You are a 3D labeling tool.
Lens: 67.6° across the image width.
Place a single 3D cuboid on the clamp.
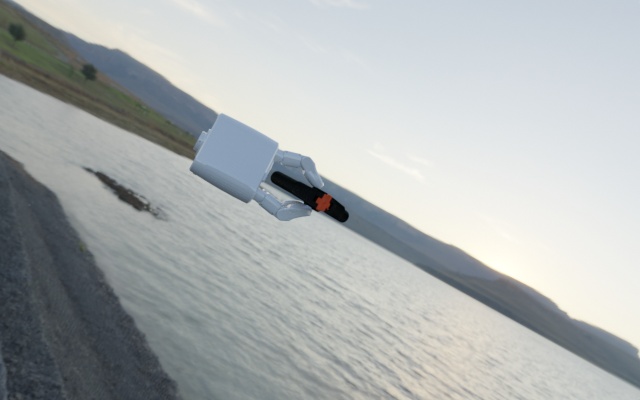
[{"bbox_3d":[0.000,0.002,0.810,0.164,0.036,0.210,29,-1,-15],"label":"clamp"}]
